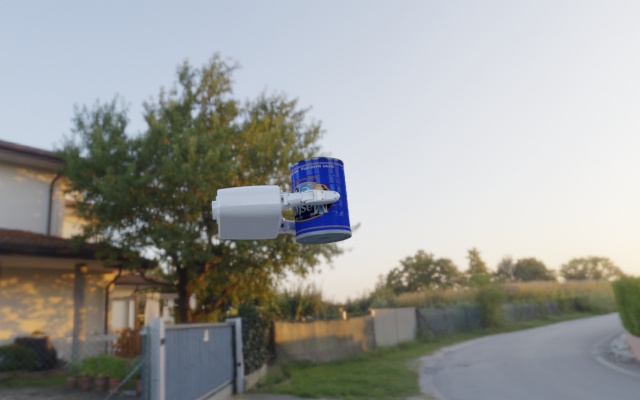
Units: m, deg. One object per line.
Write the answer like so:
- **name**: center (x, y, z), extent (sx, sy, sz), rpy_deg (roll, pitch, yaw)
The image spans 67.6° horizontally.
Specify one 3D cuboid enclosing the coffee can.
- **coffee can**: center (0.000, 0.003, 0.879), extent (0.103, 0.140, 0.103), rpy_deg (-5, -14, -1)
